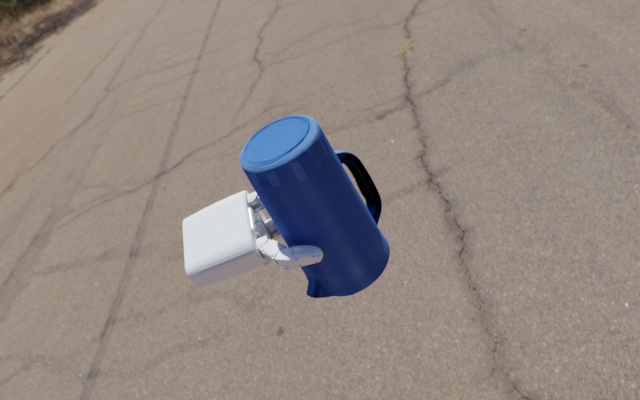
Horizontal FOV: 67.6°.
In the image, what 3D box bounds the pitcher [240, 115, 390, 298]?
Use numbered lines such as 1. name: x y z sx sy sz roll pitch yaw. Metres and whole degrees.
1. pitcher: 0.000 0.002 0.651 0.145 0.243 0.149 -22 37 10
